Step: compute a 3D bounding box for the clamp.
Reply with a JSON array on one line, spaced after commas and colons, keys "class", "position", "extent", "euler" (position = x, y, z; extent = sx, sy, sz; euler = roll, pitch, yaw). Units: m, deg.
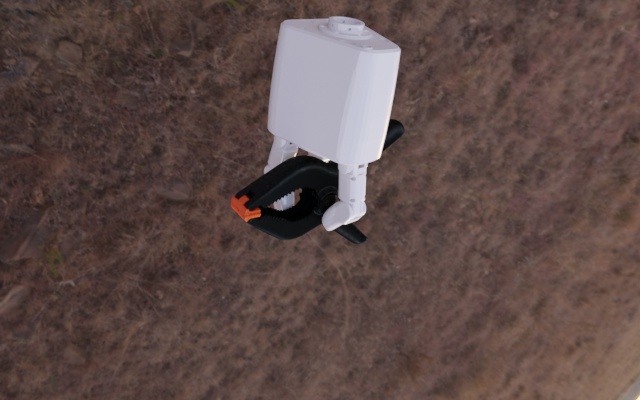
[{"class": "clamp", "position": [0.000, 0.002, 0.520], "extent": [0.210, 0.165, 0.036], "euler": [-17, 40, -36]}]
